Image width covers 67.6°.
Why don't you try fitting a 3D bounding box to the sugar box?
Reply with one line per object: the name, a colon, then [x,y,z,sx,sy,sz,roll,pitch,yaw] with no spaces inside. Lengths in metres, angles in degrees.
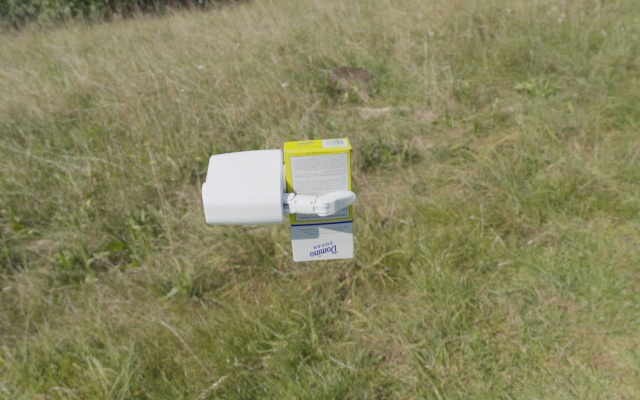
sugar box: [0.000,0.002,0.690,0.093,0.176,0.048,-3,29,-1]
